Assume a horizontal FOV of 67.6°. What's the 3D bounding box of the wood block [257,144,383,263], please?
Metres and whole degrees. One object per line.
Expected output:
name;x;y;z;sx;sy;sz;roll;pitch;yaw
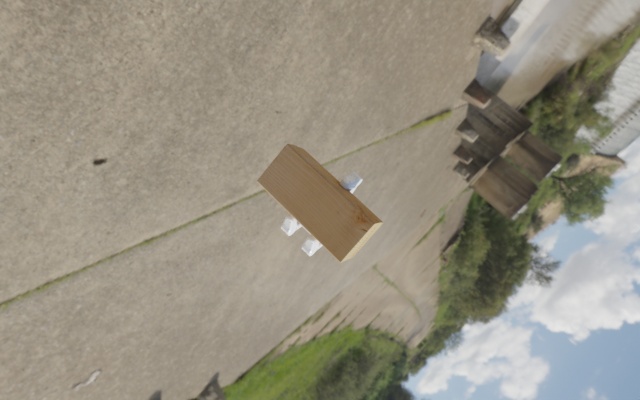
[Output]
wood block;0.001;0.003;0.847;0.206;0.091;0.090;43;11;13
